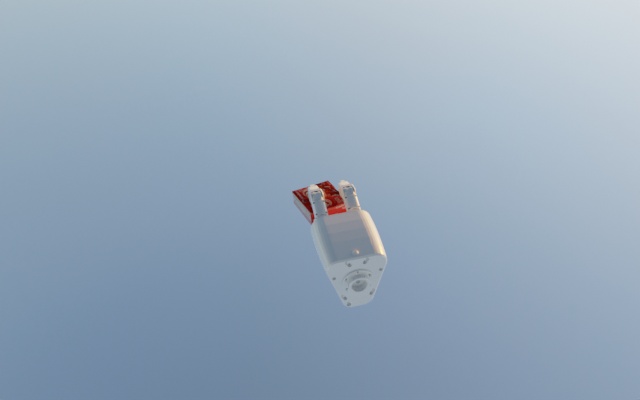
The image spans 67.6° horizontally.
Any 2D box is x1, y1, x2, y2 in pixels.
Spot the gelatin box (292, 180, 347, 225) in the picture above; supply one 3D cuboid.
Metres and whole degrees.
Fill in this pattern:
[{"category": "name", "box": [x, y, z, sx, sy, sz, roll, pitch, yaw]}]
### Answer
[{"category": "gelatin box", "box": [0.000, 0.003, 0.844, 0.073, 0.030, 0.089, -18, 33, -18]}]
